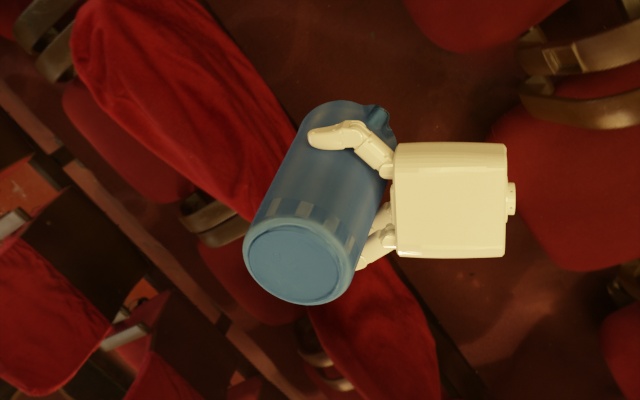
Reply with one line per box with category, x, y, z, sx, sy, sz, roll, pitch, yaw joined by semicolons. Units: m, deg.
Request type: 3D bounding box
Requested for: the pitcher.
pitcher;0.000;0.002;0.538;0.145;0.149;0.242;1;34;17
